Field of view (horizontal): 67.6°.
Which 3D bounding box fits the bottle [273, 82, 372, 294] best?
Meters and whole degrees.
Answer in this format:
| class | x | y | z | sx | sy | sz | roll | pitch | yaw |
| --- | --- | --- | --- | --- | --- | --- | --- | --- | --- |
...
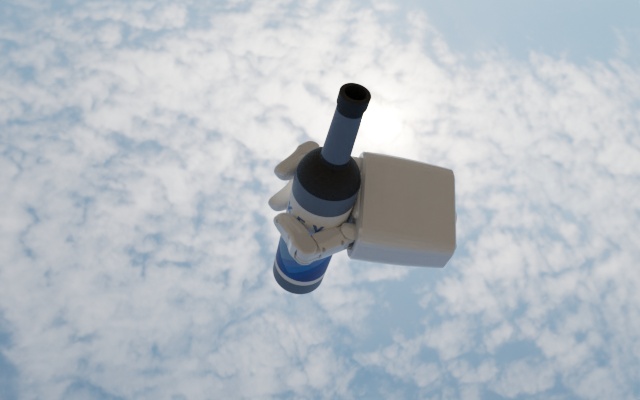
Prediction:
| class | x | y | z | sx | sy | sz | roll | pitch | yaw |
| --- | --- | --- | --- | --- | --- | --- | --- | --- | --- |
| bottle | 0.000 | 0.002 | 0.504 | 0.069 | 0.069 | 0.296 | 0 | -38 | -14 |
